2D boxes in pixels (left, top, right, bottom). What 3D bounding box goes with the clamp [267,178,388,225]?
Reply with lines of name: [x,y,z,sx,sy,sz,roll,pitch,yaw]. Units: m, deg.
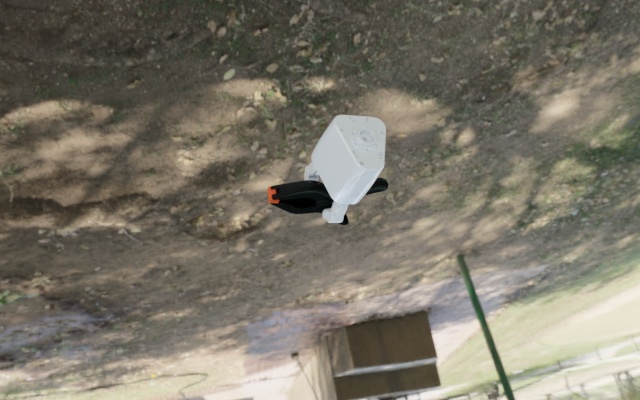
clamp: [0.000,0.003,0.886,0.210,0.036,0.165,1,-30,-21]
